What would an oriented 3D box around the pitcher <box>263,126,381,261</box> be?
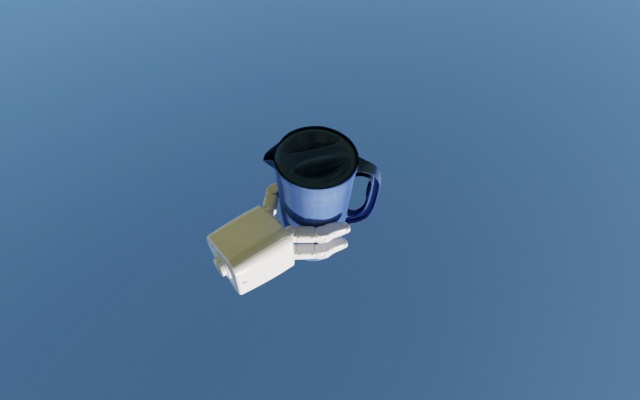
[{"bbox_3d":[0.000,0.003,0.823,0.145,0.149,0.243,-31,-30,-23],"label":"pitcher"}]
